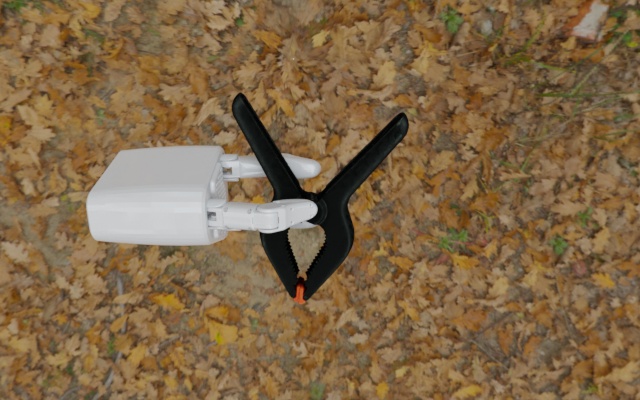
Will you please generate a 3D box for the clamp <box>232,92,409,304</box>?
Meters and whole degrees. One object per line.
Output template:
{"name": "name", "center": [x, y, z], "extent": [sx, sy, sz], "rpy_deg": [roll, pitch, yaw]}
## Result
{"name": "clamp", "center": [0.000, 0.002, 0.468], "extent": [0.164, 0.210, 0.036], "rpy_deg": [1, 17, 3]}
